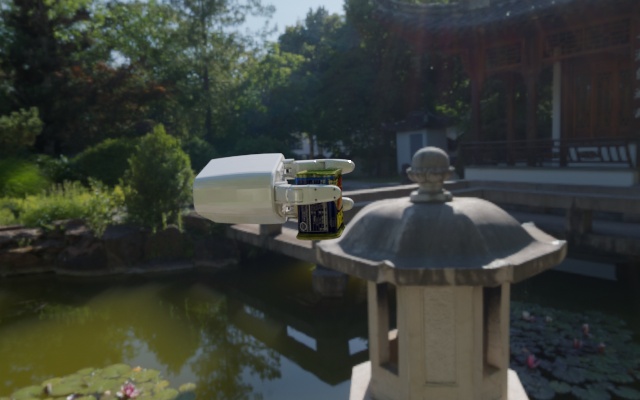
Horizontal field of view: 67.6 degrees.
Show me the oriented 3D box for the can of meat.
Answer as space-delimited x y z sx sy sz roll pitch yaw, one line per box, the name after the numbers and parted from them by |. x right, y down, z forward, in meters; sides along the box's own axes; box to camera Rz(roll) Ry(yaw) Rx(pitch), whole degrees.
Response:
0.000 0.002 0.634 0.057 0.084 0.102 -2 7 9 | can of meat
